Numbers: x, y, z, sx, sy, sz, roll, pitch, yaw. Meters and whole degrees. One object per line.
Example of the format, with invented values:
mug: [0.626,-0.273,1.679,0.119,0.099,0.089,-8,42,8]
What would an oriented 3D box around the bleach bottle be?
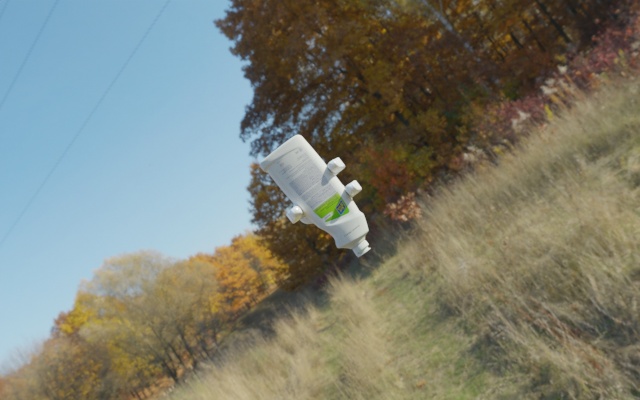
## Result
bleach bottle: [0.000,0.003,0.899,0.102,0.251,0.068,-37,-5,4]
